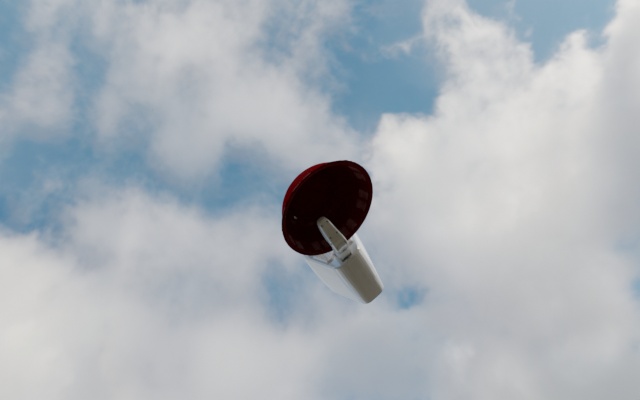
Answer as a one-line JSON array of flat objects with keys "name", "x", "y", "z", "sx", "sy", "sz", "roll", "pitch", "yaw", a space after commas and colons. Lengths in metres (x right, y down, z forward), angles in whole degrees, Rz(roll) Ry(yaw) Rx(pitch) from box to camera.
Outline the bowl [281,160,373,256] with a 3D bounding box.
[{"name": "bowl", "x": 0.000, "y": 0.001, "z": 0.728, "sx": 0.162, "sy": 0.162, "sz": 0.055, "roll": 0, "pitch": 28, "yaw": -37}]
